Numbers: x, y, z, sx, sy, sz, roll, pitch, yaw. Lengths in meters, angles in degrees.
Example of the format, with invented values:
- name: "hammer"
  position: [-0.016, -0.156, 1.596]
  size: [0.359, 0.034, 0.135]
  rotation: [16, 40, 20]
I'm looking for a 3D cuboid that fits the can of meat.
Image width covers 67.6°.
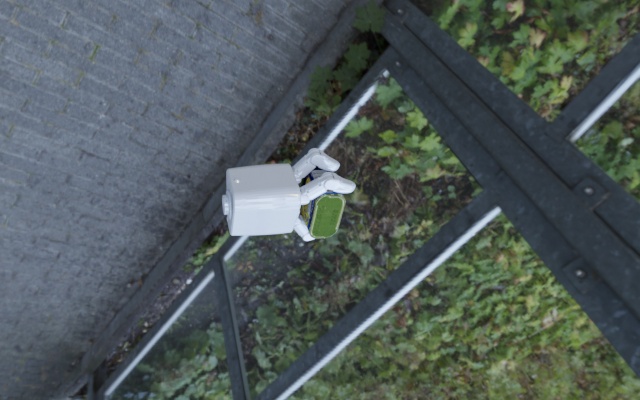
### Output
- name: "can of meat"
  position: [0.000, 0.003, 0.821]
  size: [0.057, 0.102, 0.084]
  rotation: [-2, 41, -18]
